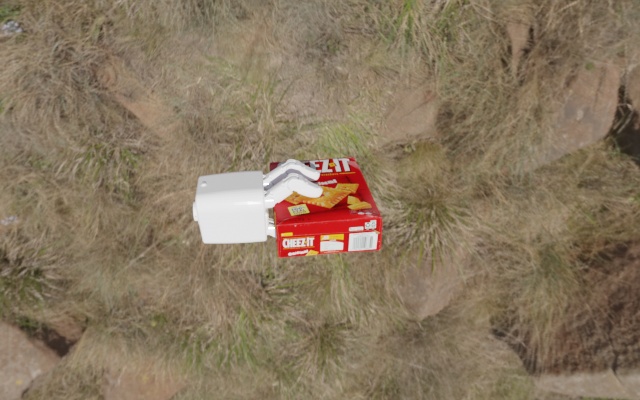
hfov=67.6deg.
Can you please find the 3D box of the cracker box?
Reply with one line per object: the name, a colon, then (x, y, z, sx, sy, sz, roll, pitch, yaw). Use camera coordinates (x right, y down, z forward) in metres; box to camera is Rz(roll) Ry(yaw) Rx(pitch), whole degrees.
cracker box: (0.000, 0.003, 0.810, 0.164, 0.072, 0.213, -4, 32, -7)
